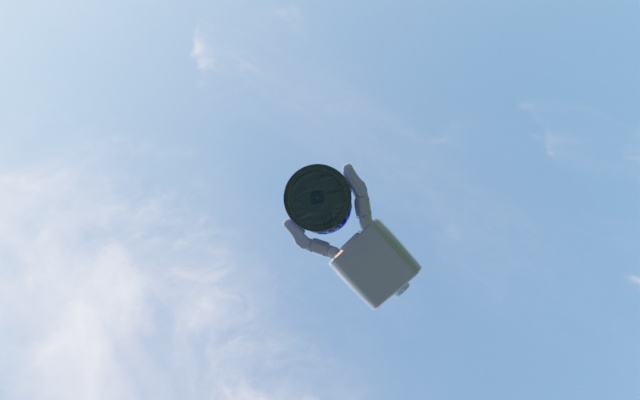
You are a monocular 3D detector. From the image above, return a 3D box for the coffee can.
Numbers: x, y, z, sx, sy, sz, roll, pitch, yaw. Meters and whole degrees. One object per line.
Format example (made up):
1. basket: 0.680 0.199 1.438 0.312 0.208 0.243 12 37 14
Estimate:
1. coffee can: 0.000 0.002 0.780 0.103 0.103 0.140 0 -6 4
